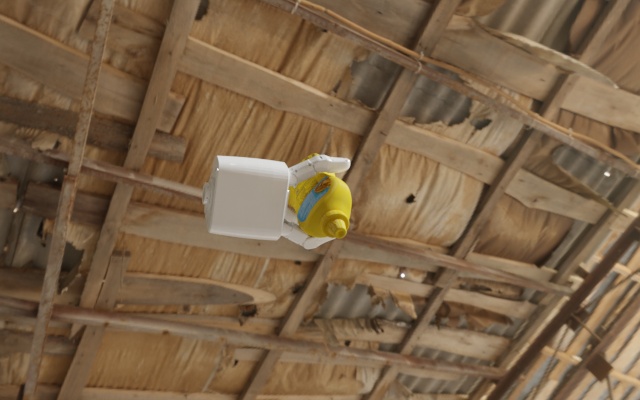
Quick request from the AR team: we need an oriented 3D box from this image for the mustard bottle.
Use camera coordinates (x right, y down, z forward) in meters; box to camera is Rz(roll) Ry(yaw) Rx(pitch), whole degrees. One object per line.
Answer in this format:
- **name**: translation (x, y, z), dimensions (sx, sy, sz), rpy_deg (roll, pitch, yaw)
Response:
- **mustard bottle**: translation (0.000, 0.002, 0.738), dimensions (0.058, 0.096, 0.191), rpy_deg (33, 13, -29)
